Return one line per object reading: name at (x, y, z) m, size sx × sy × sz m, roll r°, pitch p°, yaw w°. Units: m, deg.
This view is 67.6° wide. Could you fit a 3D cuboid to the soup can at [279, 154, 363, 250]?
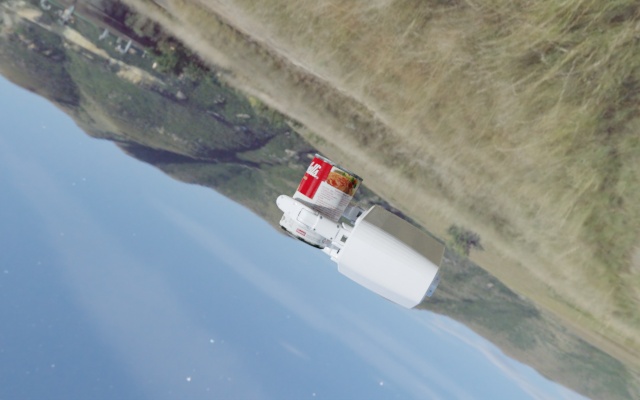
soup can at (-0.001, 0.002, 0.602) m, size 0.068 × 0.102 × 0.068 m, roll 28°, pitch 3°, yaw -2°
